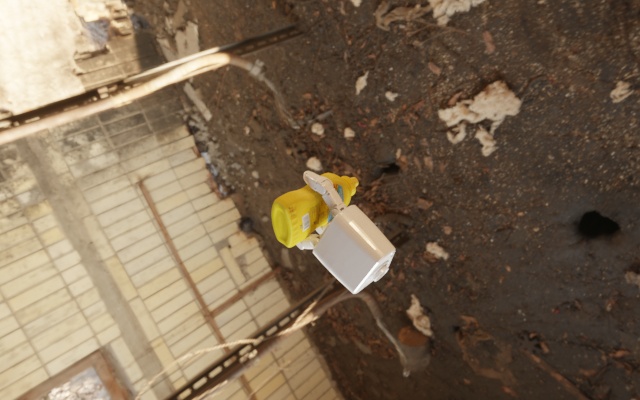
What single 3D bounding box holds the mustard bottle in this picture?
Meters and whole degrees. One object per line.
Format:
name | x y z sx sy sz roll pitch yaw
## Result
mustard bottle | 0.000 0.003 0.873 0.191 0.096 0.058 -30 43 -34
